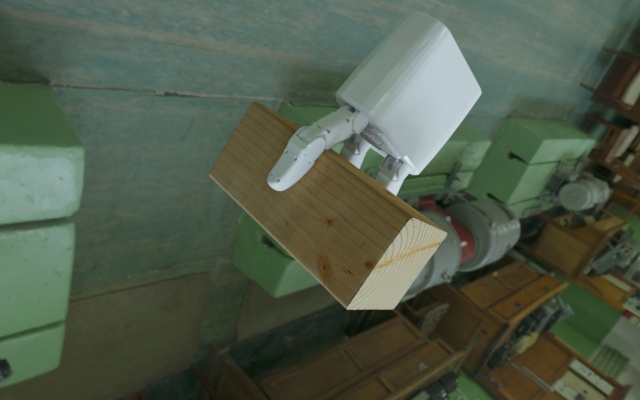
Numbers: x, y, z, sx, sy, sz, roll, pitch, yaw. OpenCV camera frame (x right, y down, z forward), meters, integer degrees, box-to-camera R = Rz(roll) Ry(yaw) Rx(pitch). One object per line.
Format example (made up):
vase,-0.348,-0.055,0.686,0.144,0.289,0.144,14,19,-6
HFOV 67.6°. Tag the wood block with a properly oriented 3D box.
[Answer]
wood block,0.000,0.001,0.451,0.206,0.090,0.091,39,11,33
